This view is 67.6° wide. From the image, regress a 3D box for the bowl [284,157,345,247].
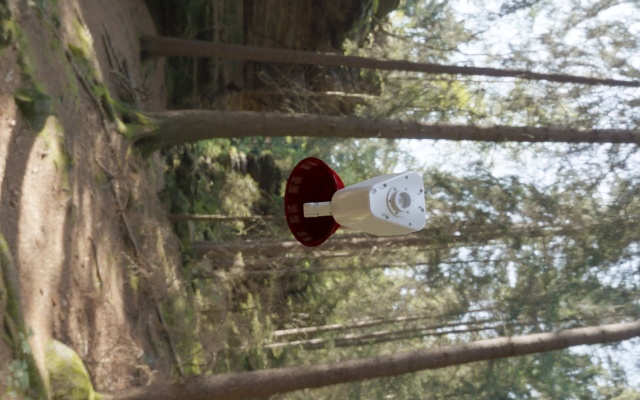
[{"bbox_3d":[0.000,0.003,0.873,0.055,0.162,0.162,0,0,-39],"label":"bowl"}]
